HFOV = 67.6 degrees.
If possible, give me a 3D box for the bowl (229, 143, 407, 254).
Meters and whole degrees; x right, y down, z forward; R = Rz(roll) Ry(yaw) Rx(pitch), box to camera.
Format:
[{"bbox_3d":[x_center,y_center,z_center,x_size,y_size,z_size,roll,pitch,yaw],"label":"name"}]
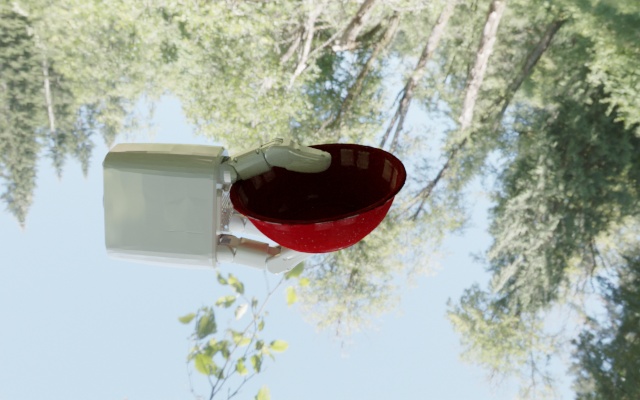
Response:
[{"bbox_3d":[0.001,0.002,0.446,0.162,0.055,0.162,-7,28,4],"label":"bowl"}]
